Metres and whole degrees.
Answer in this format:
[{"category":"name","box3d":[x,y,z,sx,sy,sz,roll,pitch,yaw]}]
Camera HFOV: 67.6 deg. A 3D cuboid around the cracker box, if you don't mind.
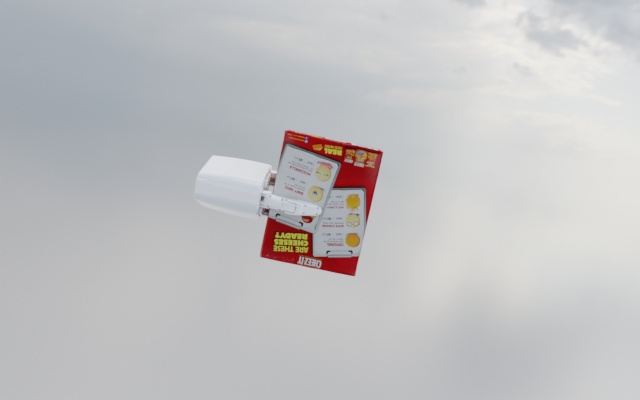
[{"category":"cracker box","box3d":[0.000,0.002,0.804,0.164,0.214,0.072,12,8,-1]}]
